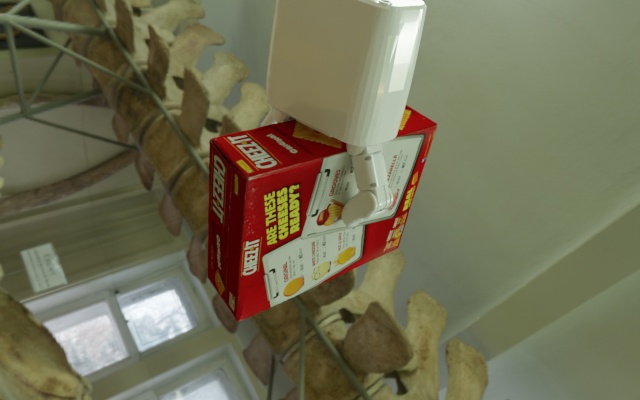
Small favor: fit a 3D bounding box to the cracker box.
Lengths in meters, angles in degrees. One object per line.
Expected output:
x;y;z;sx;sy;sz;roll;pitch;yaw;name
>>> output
0.000;0.002;0.464;0.213;0.164;0.072;-18;45;-34;cracker box
